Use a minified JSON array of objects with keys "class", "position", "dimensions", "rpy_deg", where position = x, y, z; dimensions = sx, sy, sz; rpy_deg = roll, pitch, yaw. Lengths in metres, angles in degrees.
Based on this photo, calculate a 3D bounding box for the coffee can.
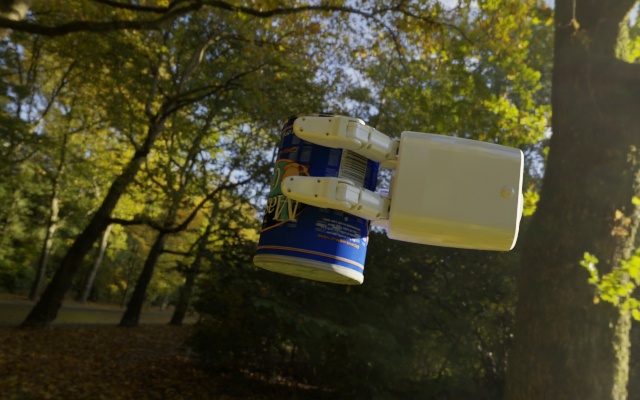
[{"class":"coffee can","position":[0.000,0.002,0.459],"dimensions":[0.103,0.140,0.103],"rpy_deg":[10,-14,3]}]
